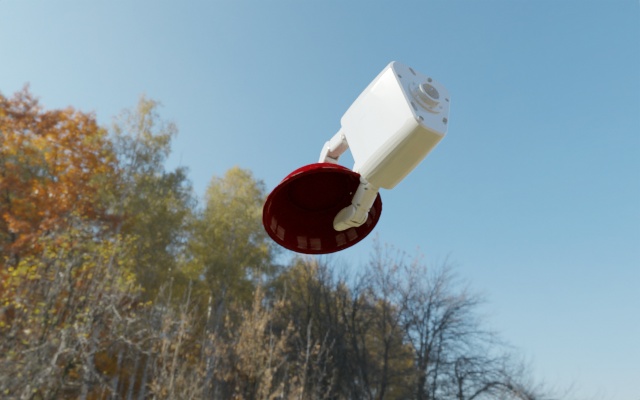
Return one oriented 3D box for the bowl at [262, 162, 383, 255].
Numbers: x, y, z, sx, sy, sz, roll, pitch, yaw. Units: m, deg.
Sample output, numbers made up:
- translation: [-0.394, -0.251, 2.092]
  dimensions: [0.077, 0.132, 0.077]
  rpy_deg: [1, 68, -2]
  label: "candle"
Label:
- translation: [-0.001, 0.003, 0.656]
  dimensions: [0.162, 0.162, 0.055]
  rpy_deg: [0, 42, -10]
  label: "bowl"
